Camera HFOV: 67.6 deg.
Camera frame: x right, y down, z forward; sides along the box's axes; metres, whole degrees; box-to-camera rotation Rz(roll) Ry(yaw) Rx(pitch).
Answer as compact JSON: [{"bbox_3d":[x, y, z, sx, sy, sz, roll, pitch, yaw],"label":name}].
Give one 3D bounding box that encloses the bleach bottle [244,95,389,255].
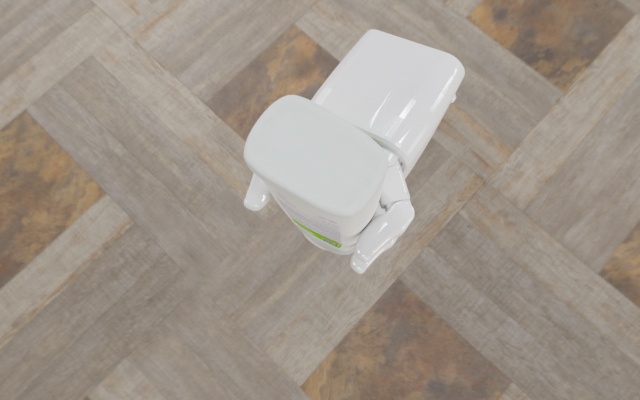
[{"bbox_3d":[0.000,0.002,0.446,0.102,0.068,0.251,32,-13,9],"label":"bleach bottle"}]
